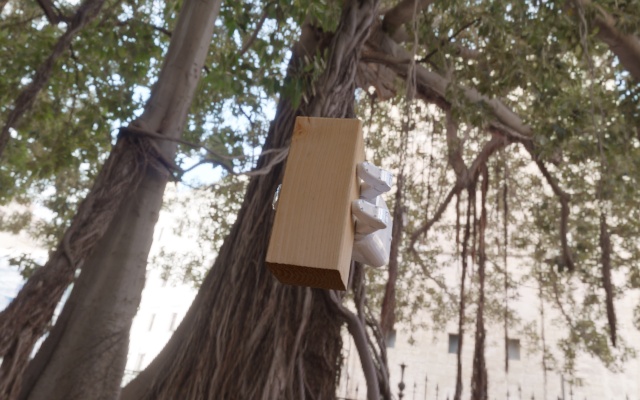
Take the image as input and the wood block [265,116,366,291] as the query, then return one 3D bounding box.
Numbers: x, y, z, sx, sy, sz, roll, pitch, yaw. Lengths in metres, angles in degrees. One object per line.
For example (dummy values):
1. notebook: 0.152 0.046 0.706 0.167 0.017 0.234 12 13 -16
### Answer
1. wood block: 0.000 0.002 0.623 0.091 0.206 0.090 4 -26 12
